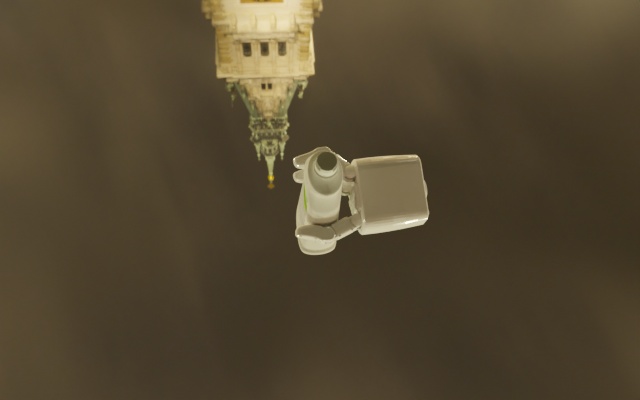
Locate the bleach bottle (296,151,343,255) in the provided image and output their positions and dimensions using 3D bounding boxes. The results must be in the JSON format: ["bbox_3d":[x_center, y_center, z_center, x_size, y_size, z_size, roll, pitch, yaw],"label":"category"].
[{"bbox_3d":[0.000,0.002,0.744,0.068,0.102,0.251,-6,-21,-7],"label":"bleach bottle"}]
